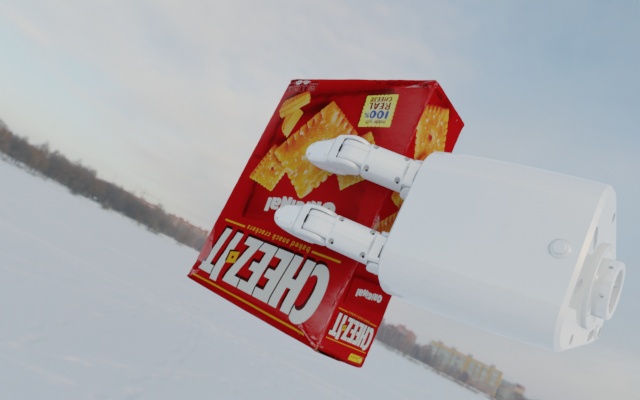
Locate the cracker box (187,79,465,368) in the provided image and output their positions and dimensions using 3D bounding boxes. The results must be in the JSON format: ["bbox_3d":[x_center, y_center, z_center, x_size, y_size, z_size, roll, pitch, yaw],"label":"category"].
[{"bbox_3d":[0.000,0.001,0.403,0.164,0.213,0.072,15,-16,42],"label":"cracker box"}]
